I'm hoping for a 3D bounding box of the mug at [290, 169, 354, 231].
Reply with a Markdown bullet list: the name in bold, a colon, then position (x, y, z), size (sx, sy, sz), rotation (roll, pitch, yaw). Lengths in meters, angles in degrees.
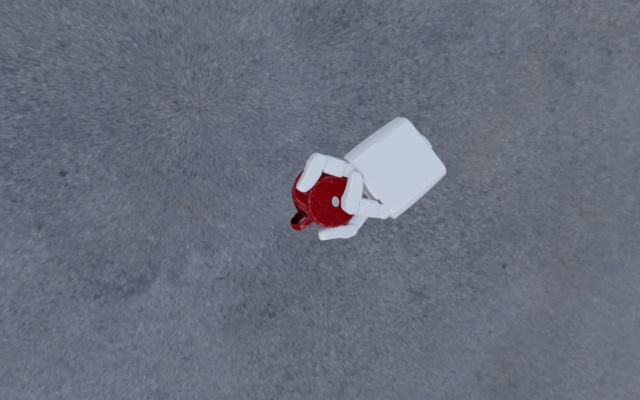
- **mug**: position (-0.001, 0.003, 0.734), size (0.117, 0.093, 0.081), rotation (-41, 18, -5)
